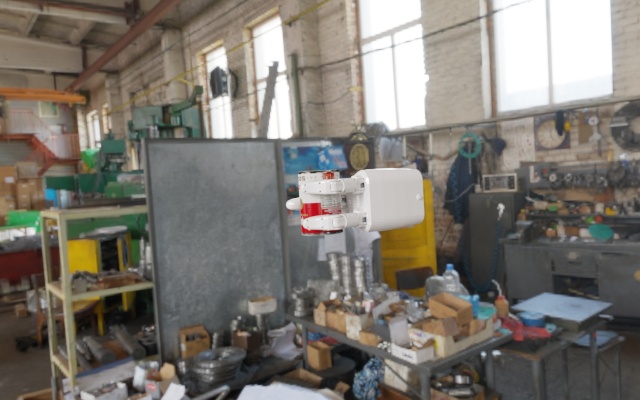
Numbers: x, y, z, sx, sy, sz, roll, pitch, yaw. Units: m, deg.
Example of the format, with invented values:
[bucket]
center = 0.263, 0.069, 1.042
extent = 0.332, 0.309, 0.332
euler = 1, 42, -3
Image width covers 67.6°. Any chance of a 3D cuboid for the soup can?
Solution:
[soup can]
center = 0.000, 0.002, 0.773
extent = 0.068, 0.102, 0.068
euler = -4, 3, 0
